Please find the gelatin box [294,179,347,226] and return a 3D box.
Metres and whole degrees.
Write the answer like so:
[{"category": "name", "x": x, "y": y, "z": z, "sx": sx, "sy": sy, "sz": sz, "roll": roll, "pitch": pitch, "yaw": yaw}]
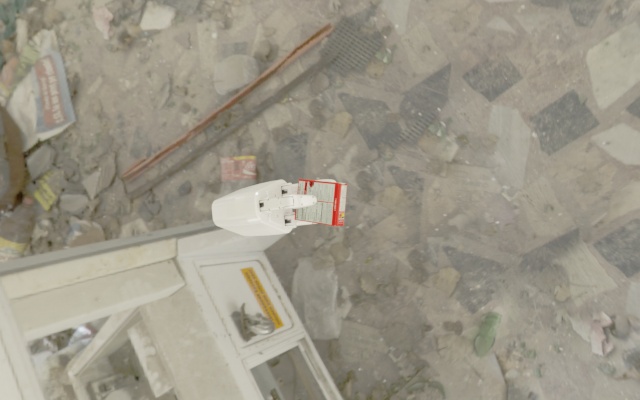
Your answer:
[{"category": "gelatin box", "x": 0.000, "y": 0.003, "z": 0.823, "sx": 0.089, "sy": 0.073, "sz": 0.030, "roll": 7, "pitch": 3, "yaw": 35}]
